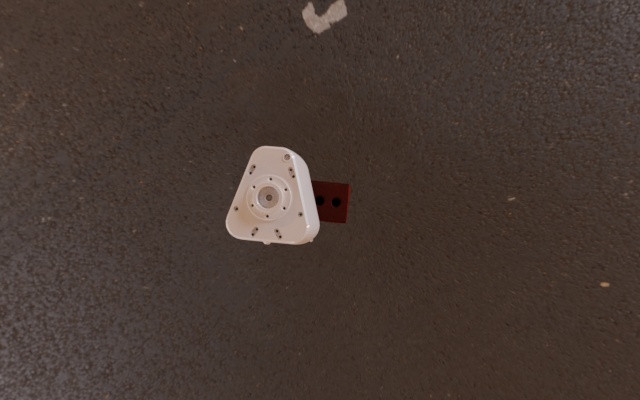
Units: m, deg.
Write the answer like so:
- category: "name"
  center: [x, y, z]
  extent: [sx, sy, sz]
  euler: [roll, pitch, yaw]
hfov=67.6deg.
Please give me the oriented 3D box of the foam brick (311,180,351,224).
- category: "foam brick"
  center: [0.000, 0.002, 0.645]
  extent: [0.078, 0.053, 0.051]
  euler: [5, -4, 4]
